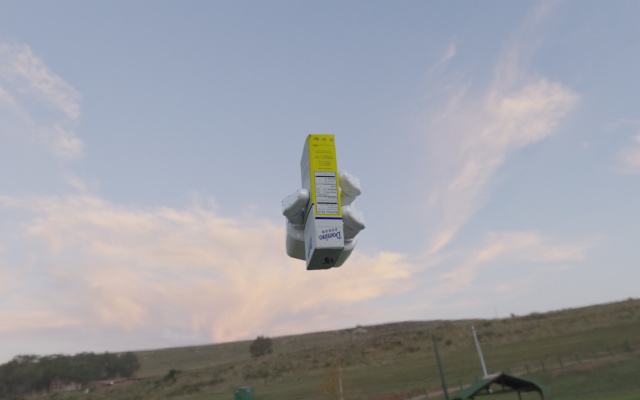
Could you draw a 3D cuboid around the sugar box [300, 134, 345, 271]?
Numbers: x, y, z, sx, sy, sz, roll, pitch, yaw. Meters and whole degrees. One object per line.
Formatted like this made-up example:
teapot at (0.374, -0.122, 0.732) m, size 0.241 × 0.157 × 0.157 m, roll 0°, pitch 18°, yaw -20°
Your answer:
sugar box at (0.001, 0.002, 0.682) m, size 0.048 × 0.176 × 0.093 m, roll -2°, pitch -25°, yaw -11°
